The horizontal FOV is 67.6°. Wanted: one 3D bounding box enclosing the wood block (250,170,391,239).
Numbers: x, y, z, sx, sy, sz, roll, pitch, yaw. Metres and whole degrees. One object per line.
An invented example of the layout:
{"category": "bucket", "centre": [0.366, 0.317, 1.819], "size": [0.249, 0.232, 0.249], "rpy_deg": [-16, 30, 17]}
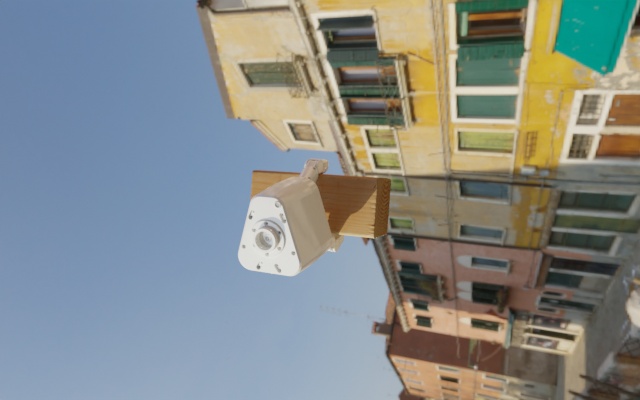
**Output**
{"category": "wood block", "centre": [0.000, 0.002, 0.763], "size": [0.206, 0.091, 0.090], "rpy_deg": [5, 3, 21]}
